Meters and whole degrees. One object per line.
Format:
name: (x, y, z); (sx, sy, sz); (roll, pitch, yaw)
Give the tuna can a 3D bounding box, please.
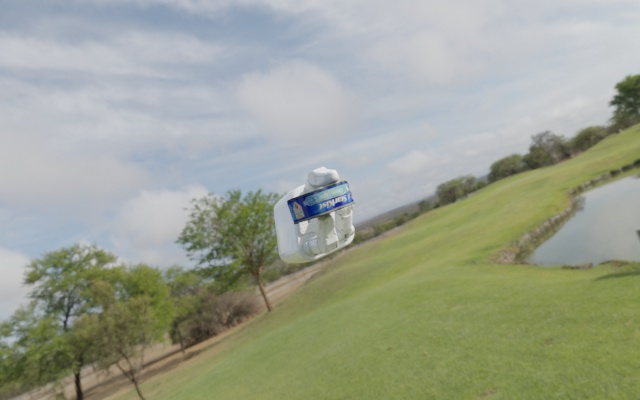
tuna can: (0.000, 0.001, 0.627); (0.086, 0.034, 0.086); (-19, 0, 0)
